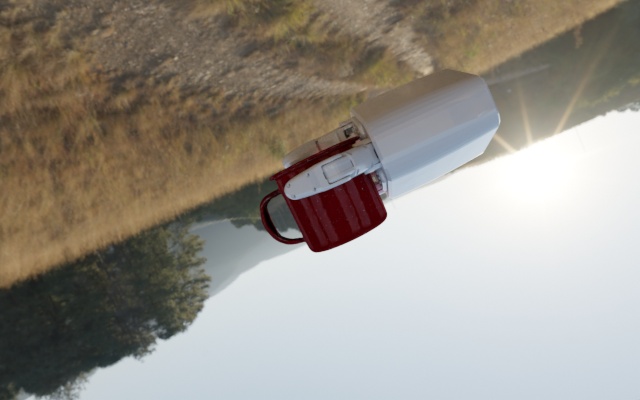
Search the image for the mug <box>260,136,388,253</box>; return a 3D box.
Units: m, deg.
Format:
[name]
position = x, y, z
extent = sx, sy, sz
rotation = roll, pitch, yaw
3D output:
[mug]
position = -0.001, 0.002, 0.447
extent = 0.117, 0.081, 0.093
rotation = -25, 3, 4
